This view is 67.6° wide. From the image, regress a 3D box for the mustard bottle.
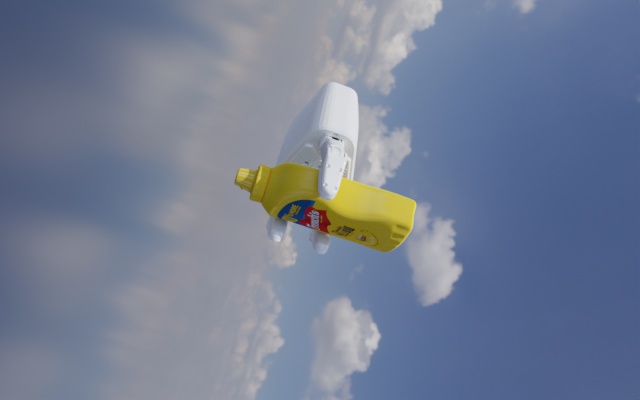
[{"bbox_3d":[0.000,0.002,0.526,0.191,0.058,0.096,18,-22,-9],"label":"mustard bottle"}]
